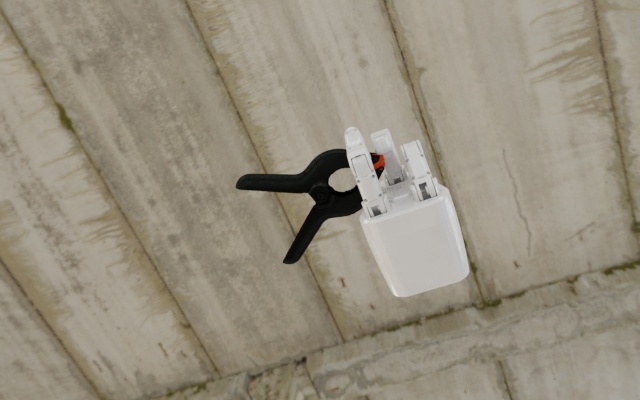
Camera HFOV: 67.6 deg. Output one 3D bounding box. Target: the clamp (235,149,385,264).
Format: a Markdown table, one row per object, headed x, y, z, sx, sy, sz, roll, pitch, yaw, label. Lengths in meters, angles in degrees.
| x | y | z | sx | sy | sz | roll | pitch | yaw | label |
| --- | --- | --- | --- | --- | --- | --- | --- | --- | --- |
| 0.000 | 0.001 | 0.553 | 0.171 | 0.120 | 0.039 | -19 | 20 | 11 | clamp |
